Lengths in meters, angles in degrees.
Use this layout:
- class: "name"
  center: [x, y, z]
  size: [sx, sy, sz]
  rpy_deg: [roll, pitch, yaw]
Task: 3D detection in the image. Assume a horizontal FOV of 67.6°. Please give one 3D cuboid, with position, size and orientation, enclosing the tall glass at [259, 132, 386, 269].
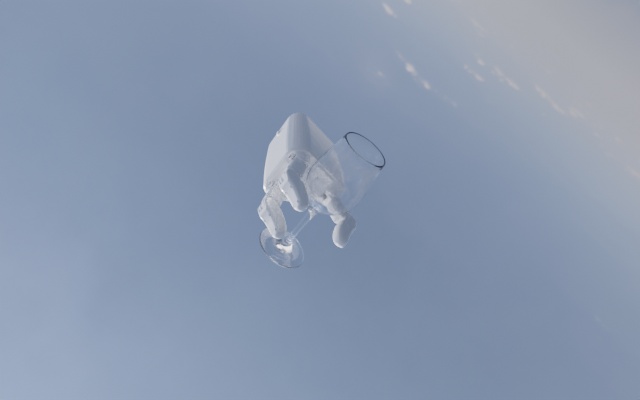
- class: "tall glass"
  center: [0.000, 0.003, 0.636]
  size: [0.079, 0.079, 0.201]
  rpy_deg: [0, -41, -48]
